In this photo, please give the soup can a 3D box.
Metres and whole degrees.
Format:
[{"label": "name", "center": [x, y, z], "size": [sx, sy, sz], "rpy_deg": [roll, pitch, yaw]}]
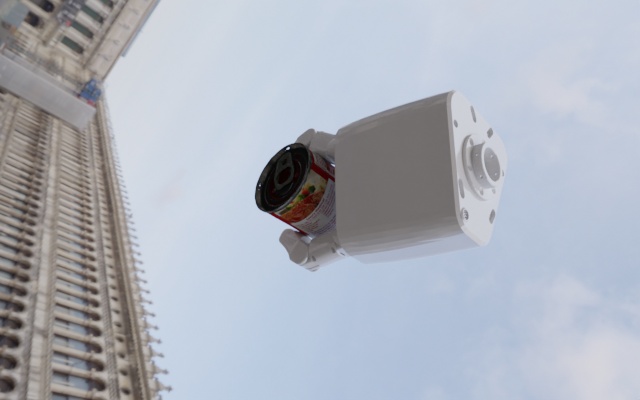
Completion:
[{"label": "soup can", "center": [0.000, 0.002, 0.440], "size": [0.102, 0.068, 0.068], "rpy_deg": [33, -21, -36]}]
